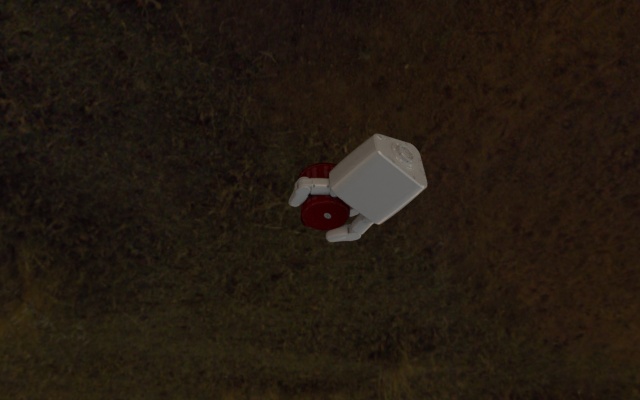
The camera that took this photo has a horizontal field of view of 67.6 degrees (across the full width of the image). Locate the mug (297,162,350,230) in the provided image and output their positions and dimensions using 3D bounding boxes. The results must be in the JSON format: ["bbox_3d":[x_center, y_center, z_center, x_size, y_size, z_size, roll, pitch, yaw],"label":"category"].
[{"bbox_3d":[-0.001,0.004,0.814,0.093,0.081,0.117,24,-47,-28],"label":"mug"}]
